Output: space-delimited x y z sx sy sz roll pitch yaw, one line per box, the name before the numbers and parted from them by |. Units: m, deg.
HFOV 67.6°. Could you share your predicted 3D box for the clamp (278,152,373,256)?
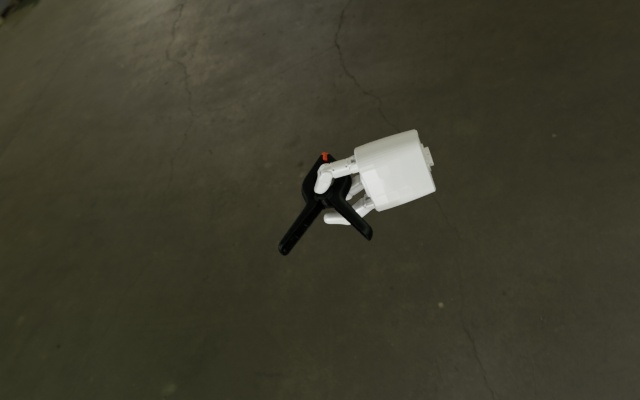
clamp | 0.000 0.002 0.843 0.164 0.209 0.036 -16 -41 13
